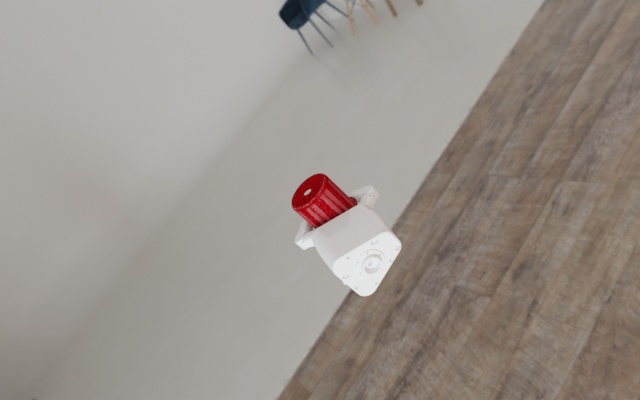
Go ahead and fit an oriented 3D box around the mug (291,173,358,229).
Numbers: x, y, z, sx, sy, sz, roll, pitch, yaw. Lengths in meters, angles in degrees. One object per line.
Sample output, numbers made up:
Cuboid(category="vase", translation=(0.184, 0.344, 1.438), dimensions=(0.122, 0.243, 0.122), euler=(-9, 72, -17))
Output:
Cuboid(category="mug", translation=(0.000, 0.002, 0.842), dimensions=(0.081, 0.093, 0.117), euler=(43, 2, -28))
